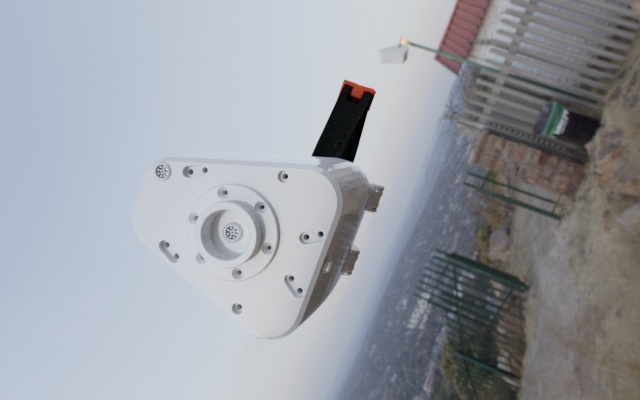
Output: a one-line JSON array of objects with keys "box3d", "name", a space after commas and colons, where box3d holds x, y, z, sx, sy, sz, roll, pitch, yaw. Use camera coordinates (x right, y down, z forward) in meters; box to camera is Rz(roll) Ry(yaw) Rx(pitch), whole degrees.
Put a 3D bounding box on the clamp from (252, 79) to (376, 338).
[{"box3d": [-0.001, 0.001, 0.424, 0.036, 0.210, 0.164, 21, 8, 7], "name": "clamp"}]
